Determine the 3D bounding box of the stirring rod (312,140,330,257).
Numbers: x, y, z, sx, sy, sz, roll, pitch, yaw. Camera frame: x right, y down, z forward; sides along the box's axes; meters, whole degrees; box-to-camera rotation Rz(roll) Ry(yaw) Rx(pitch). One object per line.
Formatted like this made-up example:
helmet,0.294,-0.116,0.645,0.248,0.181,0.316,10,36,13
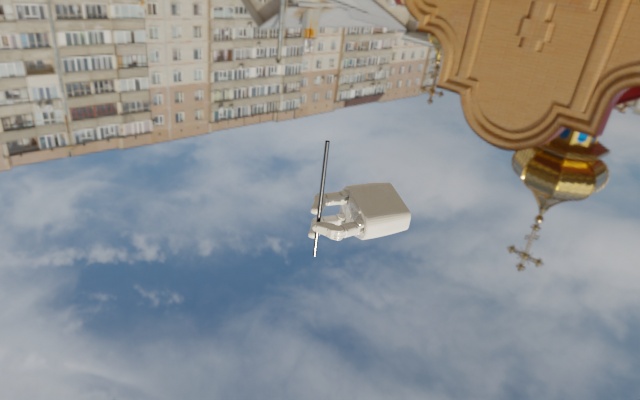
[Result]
stirring rod,0.000,0.003,0.881,0.011,0.240,0.011,5,29,-3
